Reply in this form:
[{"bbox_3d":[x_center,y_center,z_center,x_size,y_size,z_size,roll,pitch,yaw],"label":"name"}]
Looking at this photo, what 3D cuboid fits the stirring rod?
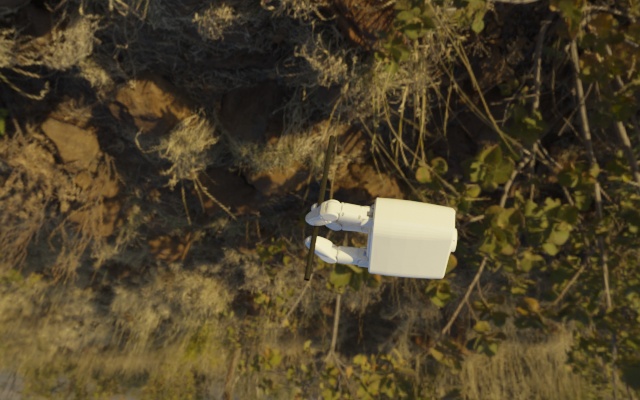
[{"bbox_3d":[0.000,0.002,0.689,0.011,0.239,0.011,8,-30,4],"label":"stirring rod"}]
